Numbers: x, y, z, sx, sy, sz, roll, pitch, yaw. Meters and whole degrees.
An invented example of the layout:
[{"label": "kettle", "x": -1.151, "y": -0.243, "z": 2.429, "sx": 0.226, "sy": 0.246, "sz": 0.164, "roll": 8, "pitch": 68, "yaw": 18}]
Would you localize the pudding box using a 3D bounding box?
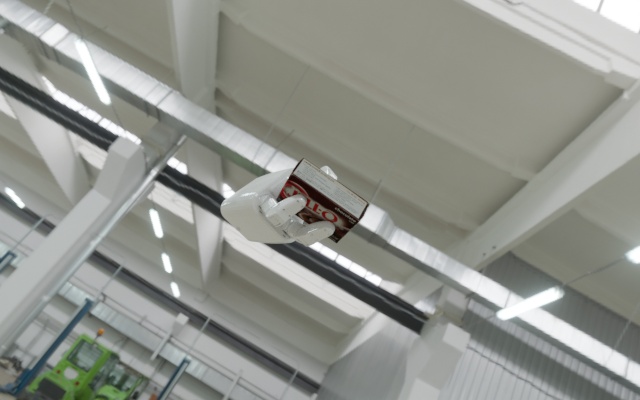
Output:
[{"label": "pudding box", "x": 0.000, "y": 0.002, "z": 0.666, "sx": 0.113, "sy": 0.039, "sz": 0.090, "roll": 33, "pitch": -30, "yaw": -3}]
